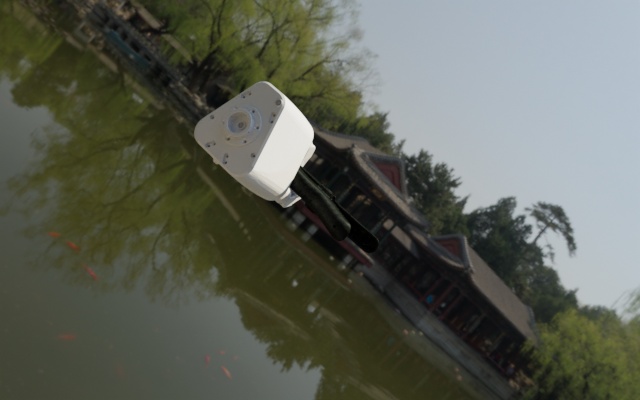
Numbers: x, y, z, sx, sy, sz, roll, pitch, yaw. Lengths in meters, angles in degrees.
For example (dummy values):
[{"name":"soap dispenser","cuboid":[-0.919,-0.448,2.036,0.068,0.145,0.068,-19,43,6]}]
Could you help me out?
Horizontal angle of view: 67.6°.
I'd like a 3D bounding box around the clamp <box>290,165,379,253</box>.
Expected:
[{"name":"clamp","cuboid":[0.000,0.001,0.614,0.171,0.039,0.120,42,1,19]}]
